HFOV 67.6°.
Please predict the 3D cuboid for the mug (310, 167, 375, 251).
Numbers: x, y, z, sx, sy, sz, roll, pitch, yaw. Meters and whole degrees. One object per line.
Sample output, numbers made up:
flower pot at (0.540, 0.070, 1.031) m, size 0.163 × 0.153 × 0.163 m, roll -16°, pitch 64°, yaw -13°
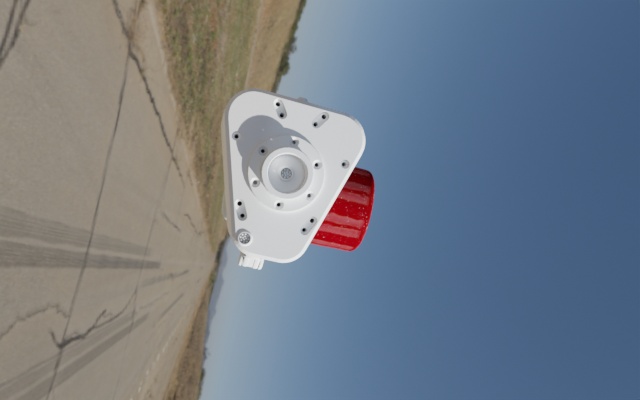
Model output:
mug at (0.000, 0.002, 0.473) m, size 0.081 × 0.093 × 0.117 m, roll 13°, pitch 1°, yaw -9°
